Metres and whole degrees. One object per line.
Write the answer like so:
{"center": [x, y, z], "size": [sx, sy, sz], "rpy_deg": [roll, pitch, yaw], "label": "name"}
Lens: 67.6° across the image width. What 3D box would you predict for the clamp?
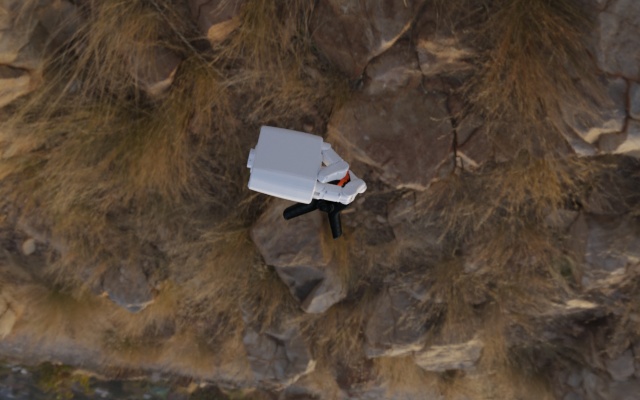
{"center": [0.000, 0.003, 0.873], "size": [0.120, 0.039, 0.172], "rpy_deg": [12, -44, -8], "label": "clamp"}
